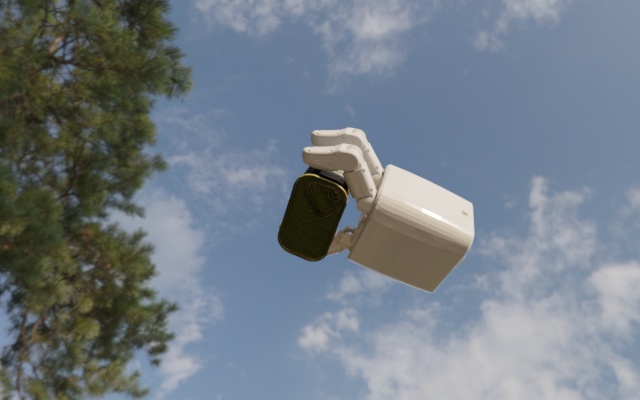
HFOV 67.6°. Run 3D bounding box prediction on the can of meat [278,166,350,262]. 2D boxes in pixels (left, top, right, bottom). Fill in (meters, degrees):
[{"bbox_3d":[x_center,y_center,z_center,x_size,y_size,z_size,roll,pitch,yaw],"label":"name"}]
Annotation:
[{"bbox_3d":[0.000,0.002,0.530,0.057,0.102,0.084,22,31,4],"label":"can of meat"}]
